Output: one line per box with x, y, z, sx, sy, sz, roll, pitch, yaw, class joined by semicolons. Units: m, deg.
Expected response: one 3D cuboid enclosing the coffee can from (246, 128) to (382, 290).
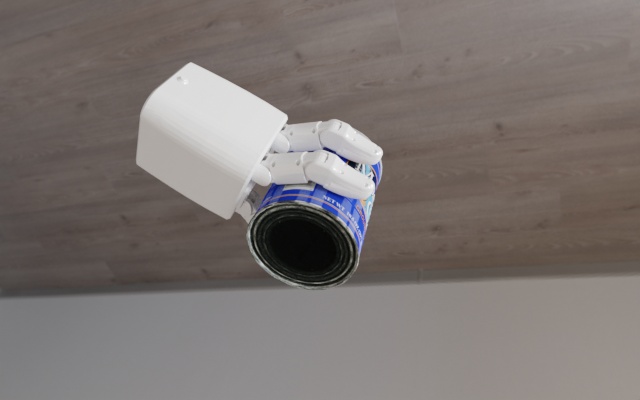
0.000;0.002;0.470;0.103;0.103;0.140;0;36;17;coffee can
